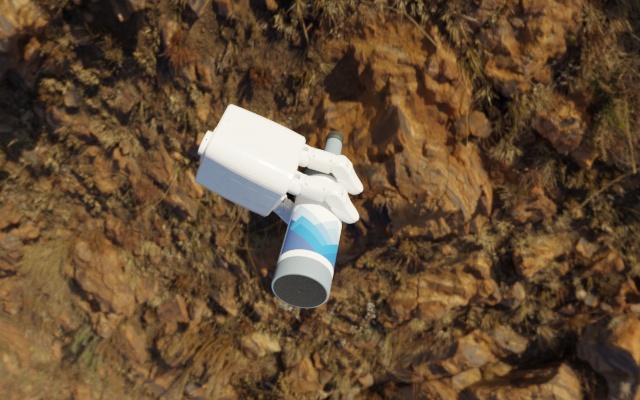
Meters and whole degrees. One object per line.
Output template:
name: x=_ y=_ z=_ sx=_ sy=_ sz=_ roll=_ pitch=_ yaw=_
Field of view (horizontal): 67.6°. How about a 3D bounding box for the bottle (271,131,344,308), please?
bottle: x=0.000 y=0.002 z=0.642 sx=0.069 sy=0.069 sz=0.295 roll=0 pitch=43 yaw=13
